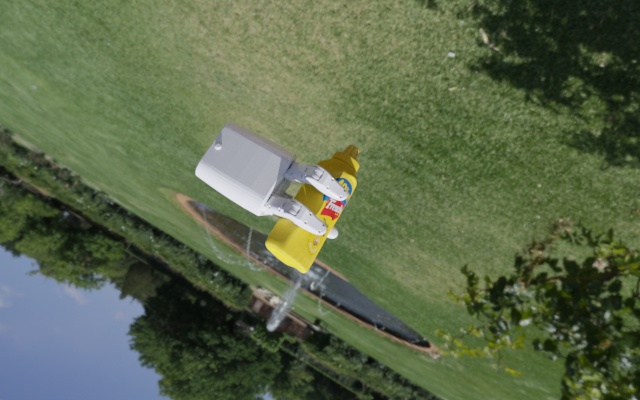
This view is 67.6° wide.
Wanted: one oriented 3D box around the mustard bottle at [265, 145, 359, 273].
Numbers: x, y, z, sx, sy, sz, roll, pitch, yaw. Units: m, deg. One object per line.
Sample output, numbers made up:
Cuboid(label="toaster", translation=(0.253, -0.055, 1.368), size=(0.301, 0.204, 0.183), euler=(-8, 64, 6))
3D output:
Cuboid(label="mustard bottle", translation=(0.000, 0.003, 0.672), size=(0.058, 0.191, 0.096), euler=(23, -17, 29))
